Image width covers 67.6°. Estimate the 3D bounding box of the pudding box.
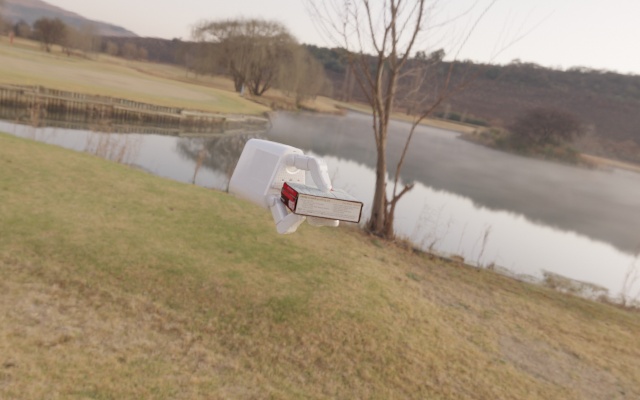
[{"bbox_3d":[0.000,0.002,0.766,0.113,0.039,0.090,7,12,-20],"label":"pudding box"}]
